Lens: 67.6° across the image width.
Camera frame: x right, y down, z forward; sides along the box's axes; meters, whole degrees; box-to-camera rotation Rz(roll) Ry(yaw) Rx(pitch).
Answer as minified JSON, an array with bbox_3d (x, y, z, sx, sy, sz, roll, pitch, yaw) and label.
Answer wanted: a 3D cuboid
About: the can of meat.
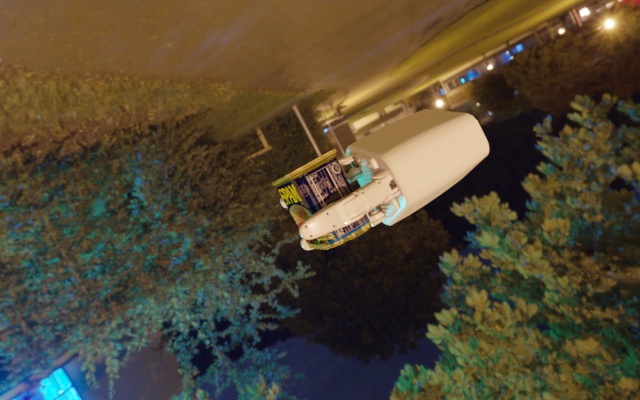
[{"bbox_3d":[0.000,0.002,0.492,0.057,0.084,0.102,-30,5,-17],"label":"can of meat"}]
